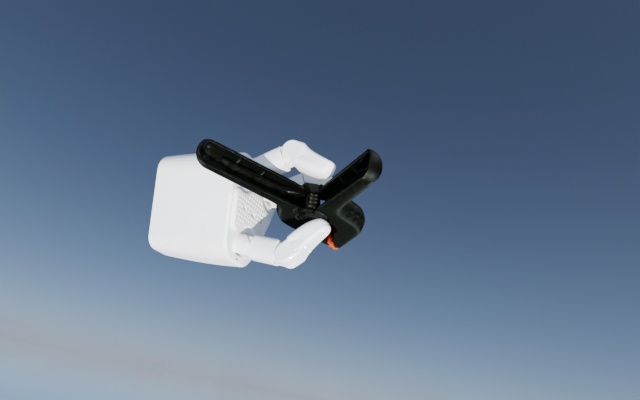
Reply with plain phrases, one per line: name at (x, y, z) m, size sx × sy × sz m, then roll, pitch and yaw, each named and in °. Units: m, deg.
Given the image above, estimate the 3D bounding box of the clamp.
clamp at (0.000, 0.002, 0.468) m, size 0.164 × 0.036 × 0.210 m, roll 4°, pitch -23°, yaw 25°
